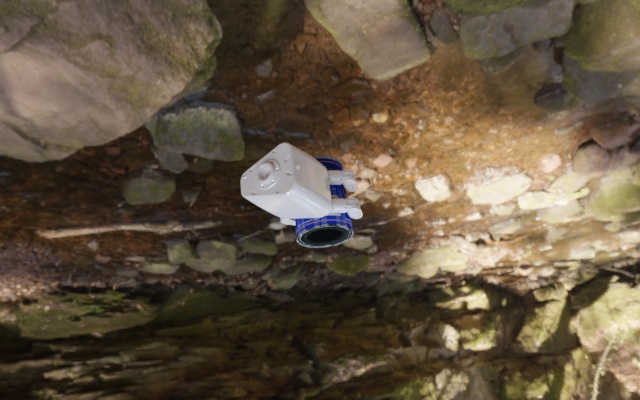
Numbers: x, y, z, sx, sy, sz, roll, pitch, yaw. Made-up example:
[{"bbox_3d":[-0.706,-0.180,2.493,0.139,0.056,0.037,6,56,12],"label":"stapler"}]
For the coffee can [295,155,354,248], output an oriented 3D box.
[{"bbox_3d":[0.000,0.003,0.871,0.103,0.140,0.103,-6,-25,-3],"label":"coffee can"}]
